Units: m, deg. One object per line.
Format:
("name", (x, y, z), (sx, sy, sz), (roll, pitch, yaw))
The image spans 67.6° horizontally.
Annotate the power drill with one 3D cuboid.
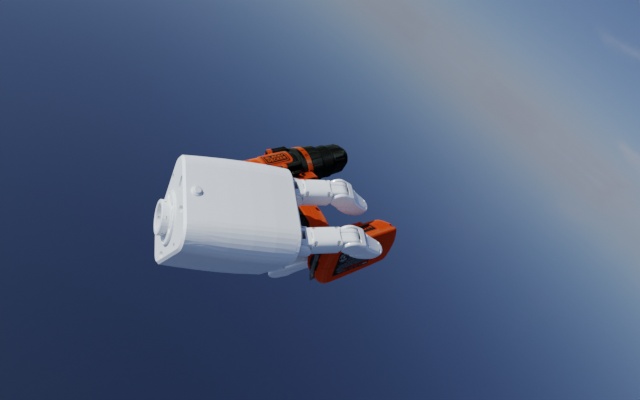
("power drill", (0.000, 0.002, 0.567), (0.184, 0.057, 0.187), (-18, 47, -34))
